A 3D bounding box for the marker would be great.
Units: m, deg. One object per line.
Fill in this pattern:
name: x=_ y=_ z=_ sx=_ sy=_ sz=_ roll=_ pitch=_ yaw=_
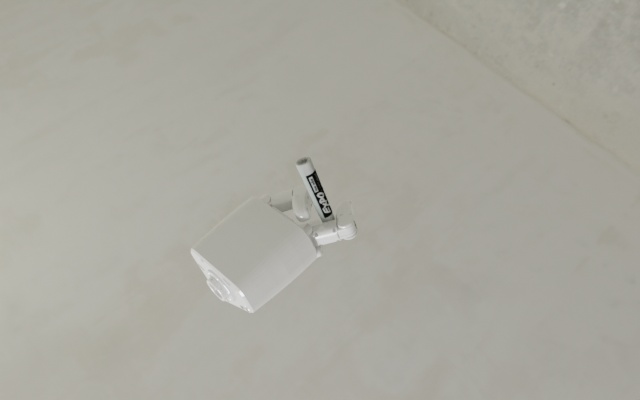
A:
marker: x=0.000 y=0.002 z=0.577 sx=0.020 sy=0.121 sz=0.020 roll=-16 pitch=33 yaw=11
